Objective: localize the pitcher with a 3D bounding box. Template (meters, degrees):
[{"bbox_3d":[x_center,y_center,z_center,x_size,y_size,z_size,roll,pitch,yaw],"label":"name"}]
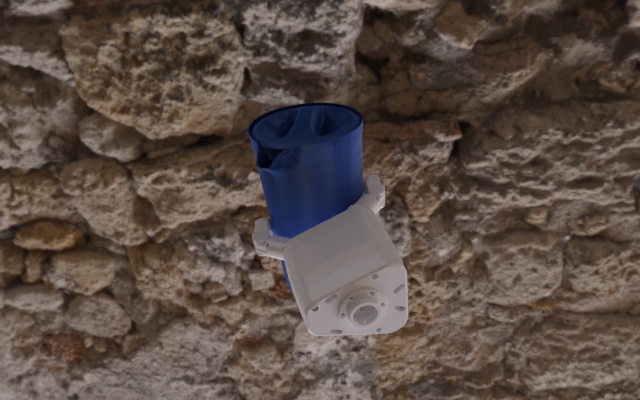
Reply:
[{"bbox_3d":[0.000,0.002,0.615,0.149,0.243,0.145,-12,31,-9],"label":"pitcher"}]
